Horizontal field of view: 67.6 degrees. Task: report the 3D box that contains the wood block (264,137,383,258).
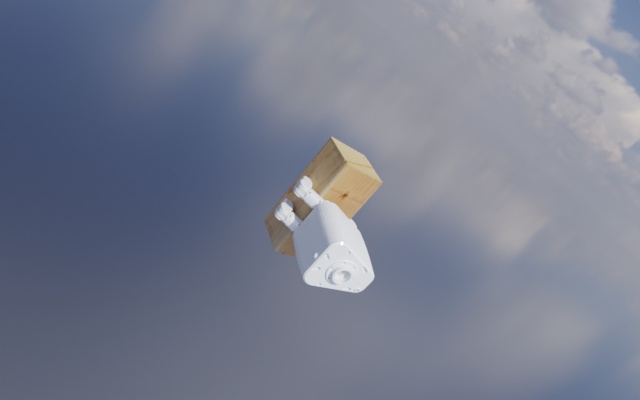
[{"bbox_3d":[0.001,0.003,0.858,0.091,0.206,0.090,24,26,-37],"label":"wood block"}]
